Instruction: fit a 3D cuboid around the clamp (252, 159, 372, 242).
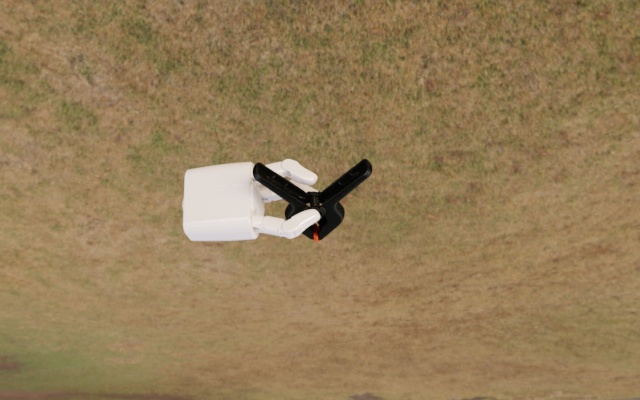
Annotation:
[{"bbox_3d":[0.000,0.003,0.728,0.164,0.036,0.210,-5,-32,6],"label":"clamp"}]
